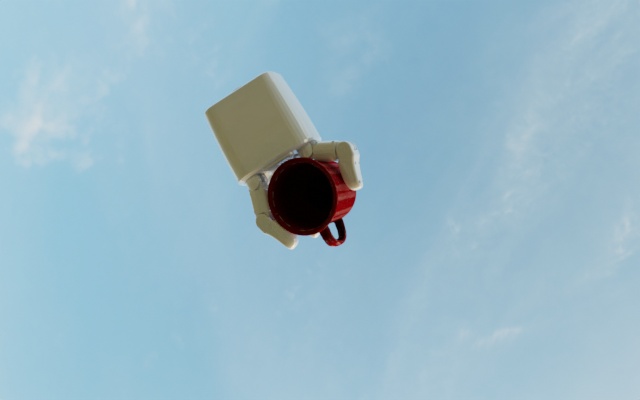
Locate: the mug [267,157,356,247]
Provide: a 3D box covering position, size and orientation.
[{"bbox_3d":[0.001,0.003,0.593,0.093,0.117,0.081,-32,-7,25],"label":"mug"}]
